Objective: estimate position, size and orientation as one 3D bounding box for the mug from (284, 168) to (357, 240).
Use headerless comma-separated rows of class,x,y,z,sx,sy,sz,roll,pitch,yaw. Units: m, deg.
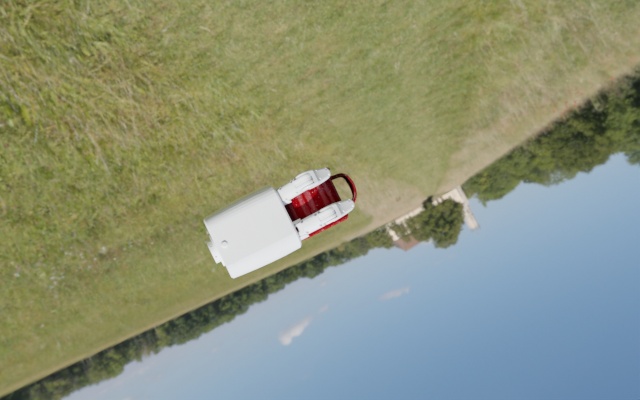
mug,0.001,0.002,0.717,0.117,0.081,0.093,-26,-3,-12
